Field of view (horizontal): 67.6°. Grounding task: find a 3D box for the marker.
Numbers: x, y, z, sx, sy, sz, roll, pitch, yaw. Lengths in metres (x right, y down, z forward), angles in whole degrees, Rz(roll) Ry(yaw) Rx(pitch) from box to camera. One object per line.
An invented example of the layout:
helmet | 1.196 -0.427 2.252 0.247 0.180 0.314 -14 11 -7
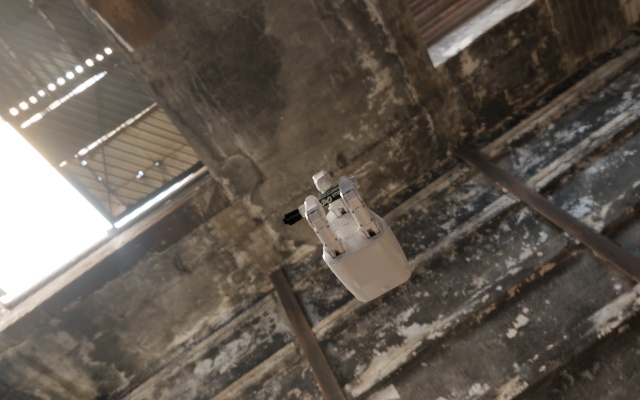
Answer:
marker | 0.000 0.002 0.680 0.121 0.020 0.020 -29 -4 8
